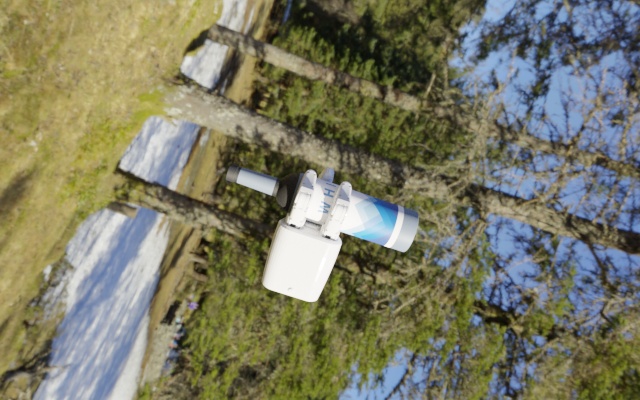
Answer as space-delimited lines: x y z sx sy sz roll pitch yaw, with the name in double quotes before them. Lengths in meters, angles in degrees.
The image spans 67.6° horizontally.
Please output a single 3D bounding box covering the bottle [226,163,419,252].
"bottle" 0.000 0.002 0.731 0.296 0.069 0.069 18 -2 -5
